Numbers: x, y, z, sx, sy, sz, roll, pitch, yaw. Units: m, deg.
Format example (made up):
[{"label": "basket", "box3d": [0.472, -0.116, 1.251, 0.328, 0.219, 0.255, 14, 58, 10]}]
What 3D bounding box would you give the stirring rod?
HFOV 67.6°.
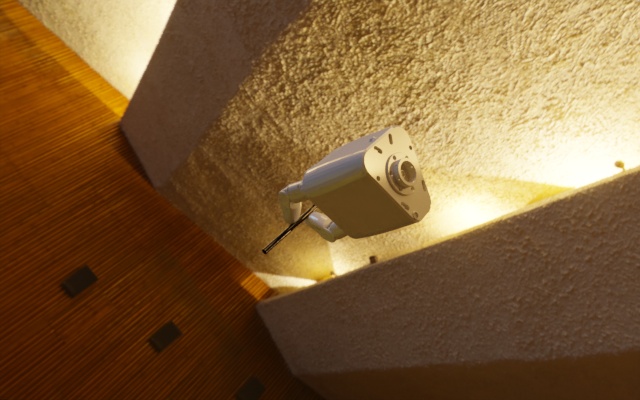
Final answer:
[{"label": "stirring rod", "box3d": [0.000, 0.002, 0.680, 0.011, 0.011, 0.239, 0, 32, 44]}]
